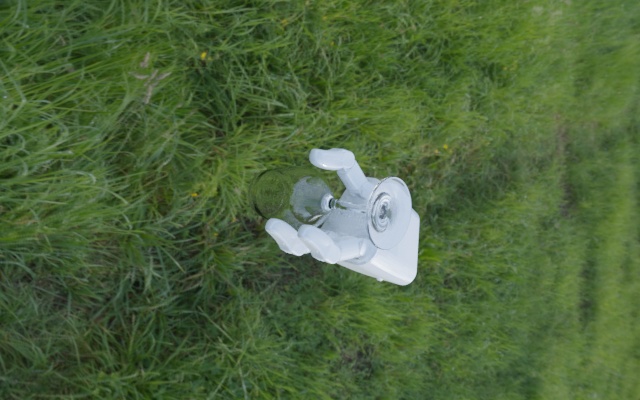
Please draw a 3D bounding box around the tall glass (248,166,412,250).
[{"bbox_3d":[0.000,0.002,0.547,0.201,0.079,0.079,9,7,44],"label":"tall glass"}]
